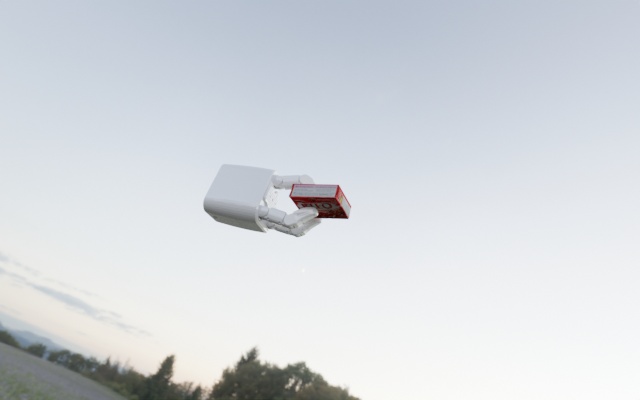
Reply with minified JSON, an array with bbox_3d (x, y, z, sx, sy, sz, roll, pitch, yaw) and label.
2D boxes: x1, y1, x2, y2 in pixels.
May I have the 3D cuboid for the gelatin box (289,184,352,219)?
[{"bbox_3d":[0.001,0.002,0.822,0.089,0.030,0.073,1,-31,23],"label":"gelatin box"}]
